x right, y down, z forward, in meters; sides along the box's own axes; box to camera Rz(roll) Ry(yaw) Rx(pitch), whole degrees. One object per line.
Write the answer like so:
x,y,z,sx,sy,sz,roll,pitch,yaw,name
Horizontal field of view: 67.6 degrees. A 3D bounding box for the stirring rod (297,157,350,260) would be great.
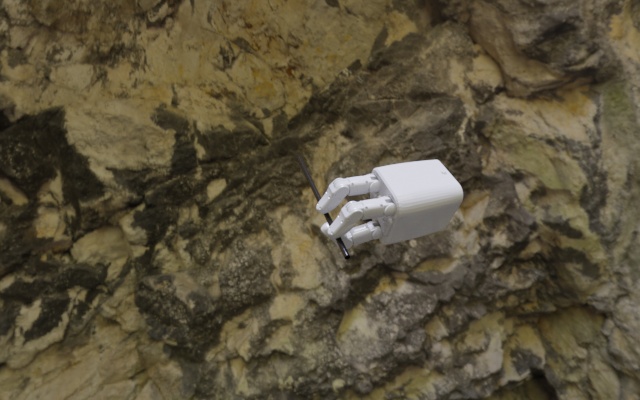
0.000,0.002,0.728,0.011,0.011,0.239,0,38,-23,stirring rod
